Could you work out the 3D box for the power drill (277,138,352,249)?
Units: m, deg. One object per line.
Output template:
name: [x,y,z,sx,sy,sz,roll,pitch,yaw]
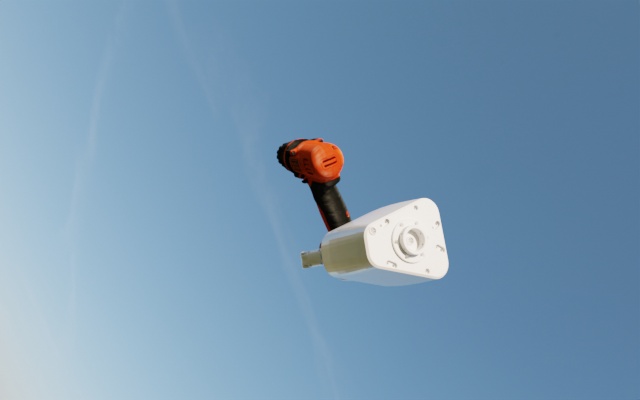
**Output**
power drill: [0.000,0.003,0.678,0.057,0.188,0.184,-26,16,-14]
